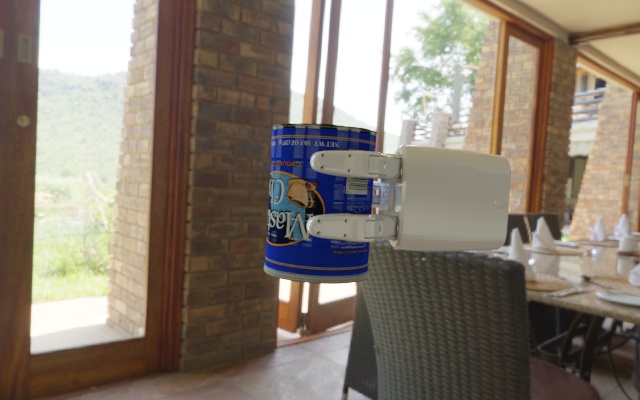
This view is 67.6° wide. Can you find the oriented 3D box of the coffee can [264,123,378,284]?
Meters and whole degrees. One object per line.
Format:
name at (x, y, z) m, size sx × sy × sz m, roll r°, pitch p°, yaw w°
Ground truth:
coffee can at (0.000, 0.002, 0.466) m, size 0.103 × 0.140 × 0.103 m, roll 3°, pitch 2°, yaw 0°
